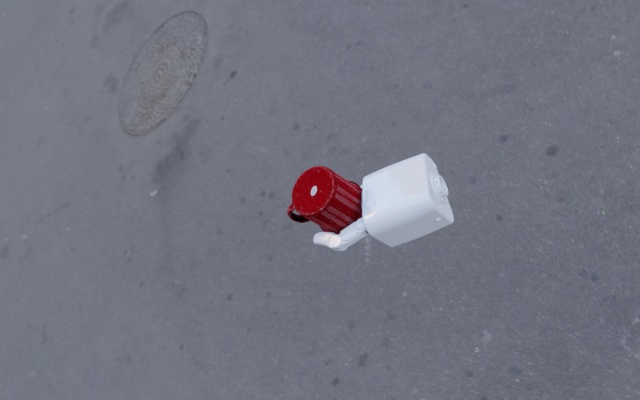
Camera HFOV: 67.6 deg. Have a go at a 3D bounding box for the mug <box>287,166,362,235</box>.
[{"bbox_3d":[-0.001,0.003,0.738,0.117,0.093,0.081,-24,-33,26],"label":"mug"}]
